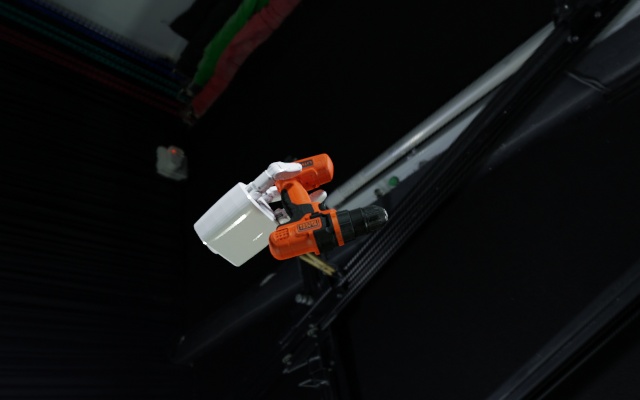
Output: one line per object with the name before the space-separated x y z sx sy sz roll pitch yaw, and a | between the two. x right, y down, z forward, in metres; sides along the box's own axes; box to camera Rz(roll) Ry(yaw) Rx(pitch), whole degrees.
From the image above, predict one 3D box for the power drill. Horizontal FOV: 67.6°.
power drill | 0.000 0.002 0.774 0.184 0.057 0.187 -15 40 0
